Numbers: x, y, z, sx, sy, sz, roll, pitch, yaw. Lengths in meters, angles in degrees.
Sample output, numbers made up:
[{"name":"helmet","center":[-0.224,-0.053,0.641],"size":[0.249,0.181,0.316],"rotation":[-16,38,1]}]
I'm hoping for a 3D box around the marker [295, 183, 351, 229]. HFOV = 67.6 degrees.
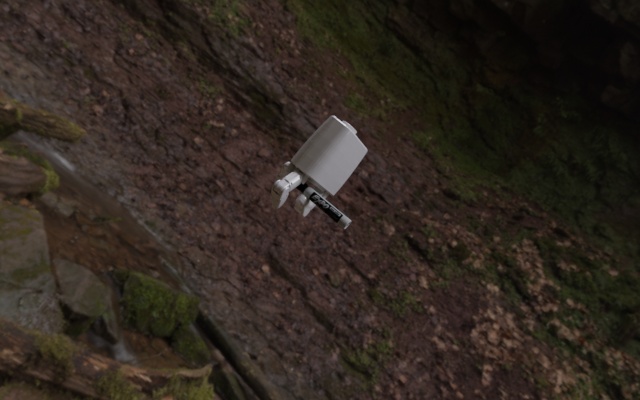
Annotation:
[{"name":"marker","center":[0.000,0.003,0.798],"size":[0.121,0.020,0.020],"rotation":[40,11,14]}]
